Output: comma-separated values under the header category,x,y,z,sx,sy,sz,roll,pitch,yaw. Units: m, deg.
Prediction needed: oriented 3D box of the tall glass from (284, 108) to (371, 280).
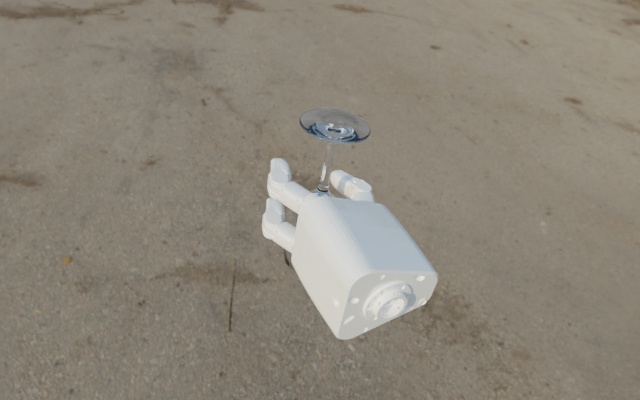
category,x,y,z,sx,sy,sz,roll,pitch,yaw
tall glass,0.000,0.001,0.547,0.079,0.201,0.079,7,36,-5
